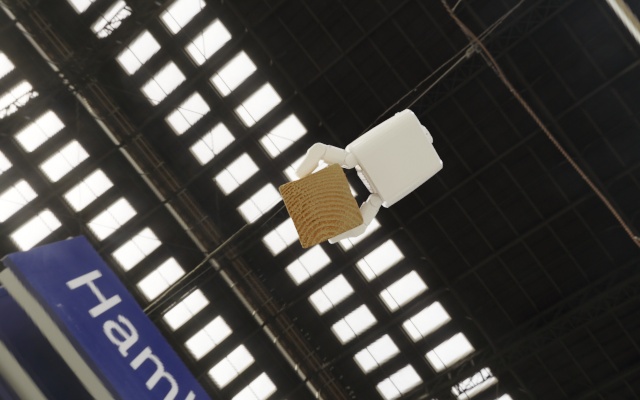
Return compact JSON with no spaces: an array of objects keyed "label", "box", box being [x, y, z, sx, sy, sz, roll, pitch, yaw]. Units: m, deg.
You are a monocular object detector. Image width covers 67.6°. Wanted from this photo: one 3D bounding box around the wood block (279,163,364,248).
[{"label":"wood block","box":[0.001,0.003,0.729,0.090,0.091,0.206,-23,2,1]}]
